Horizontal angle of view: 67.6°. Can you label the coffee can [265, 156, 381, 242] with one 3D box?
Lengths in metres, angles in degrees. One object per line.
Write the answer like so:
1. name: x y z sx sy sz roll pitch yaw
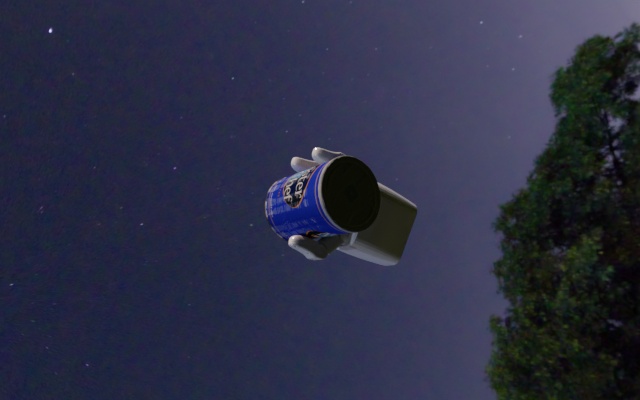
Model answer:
1. coffee can: 0.000 0.002 0.679 0.103 0.103 0.140 0 -9 -37
